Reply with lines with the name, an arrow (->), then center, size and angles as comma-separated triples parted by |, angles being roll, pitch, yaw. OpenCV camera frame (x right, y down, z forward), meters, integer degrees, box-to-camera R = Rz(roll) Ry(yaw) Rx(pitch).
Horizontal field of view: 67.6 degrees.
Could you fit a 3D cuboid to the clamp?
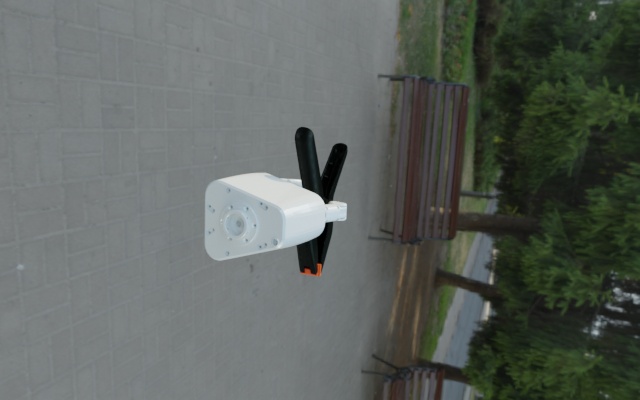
clamp -> 0.001, 0.003, 0.696 | 0.036, 0.210, 0.164 | 6, 8, 22
